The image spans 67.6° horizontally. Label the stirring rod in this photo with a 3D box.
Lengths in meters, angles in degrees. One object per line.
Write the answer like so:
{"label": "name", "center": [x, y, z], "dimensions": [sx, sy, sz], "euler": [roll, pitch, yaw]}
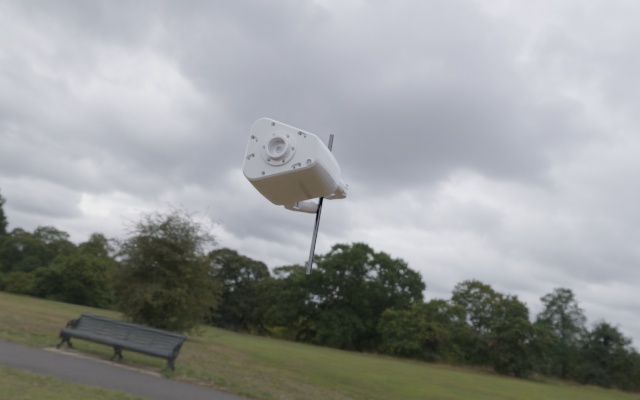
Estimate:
{"label": "stirring rod", "center": [0.000, 0.003, 0.785], "dimensions": [0.011, 0.239, 0.011], "euler": [9, -15, 2]}
